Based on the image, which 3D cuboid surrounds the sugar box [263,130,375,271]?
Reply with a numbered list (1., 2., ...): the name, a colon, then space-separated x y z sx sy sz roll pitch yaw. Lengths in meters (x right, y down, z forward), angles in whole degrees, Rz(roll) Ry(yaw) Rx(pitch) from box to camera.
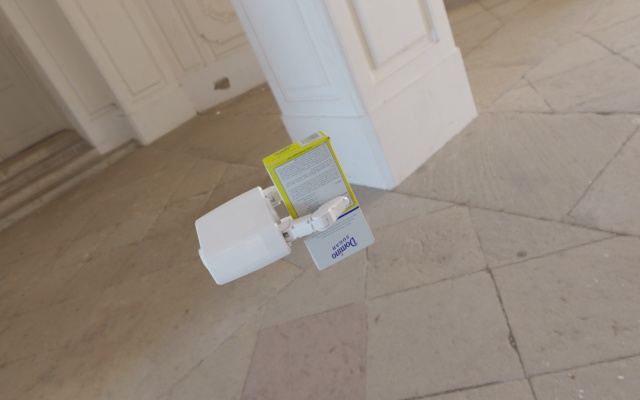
1. sugar box: 0.000 0.002 0.668 0.093 0.176 0.048 -27 25 -4
